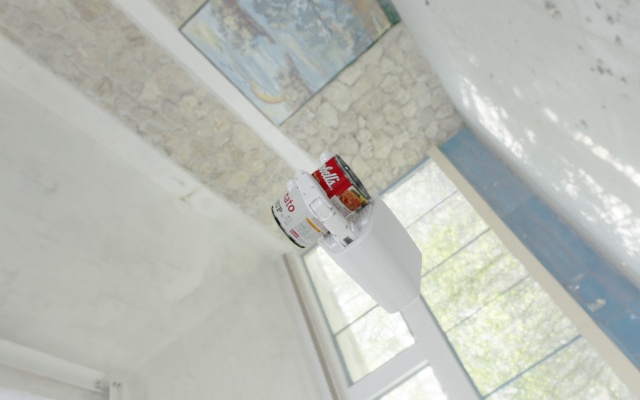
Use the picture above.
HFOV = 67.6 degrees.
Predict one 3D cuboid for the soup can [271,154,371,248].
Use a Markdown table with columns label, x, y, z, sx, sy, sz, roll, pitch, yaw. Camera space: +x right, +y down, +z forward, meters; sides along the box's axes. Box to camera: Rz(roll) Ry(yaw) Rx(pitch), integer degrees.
| label | x | y | z | sx | sy | sz | roll | pitch | yaw |
| --- | --- | --- | --- | --- | --- | --- | --- | --- | --- |
| soup can | 0.000 | 0.002 | 0.575 | 0.102 | 0.068 | 0.068 | -38 | -9 | 11 |
